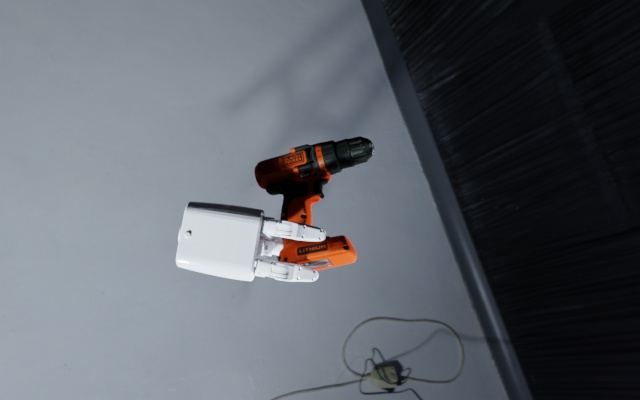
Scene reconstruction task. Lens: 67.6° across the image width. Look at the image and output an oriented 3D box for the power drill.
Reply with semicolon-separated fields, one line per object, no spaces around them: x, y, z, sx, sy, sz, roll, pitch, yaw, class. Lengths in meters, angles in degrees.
0.000;0.003;0.689;0.184;0.187;0.057;-15;-28;11;power drill
